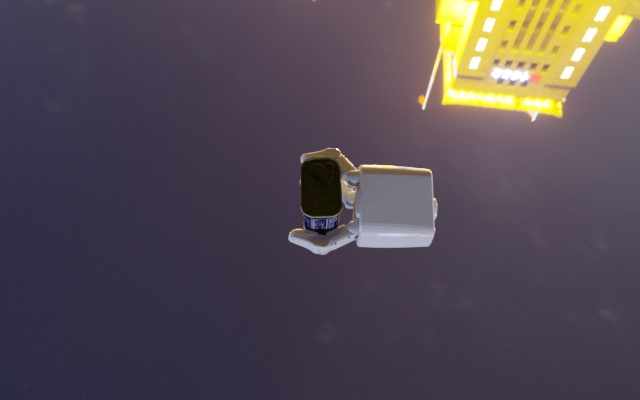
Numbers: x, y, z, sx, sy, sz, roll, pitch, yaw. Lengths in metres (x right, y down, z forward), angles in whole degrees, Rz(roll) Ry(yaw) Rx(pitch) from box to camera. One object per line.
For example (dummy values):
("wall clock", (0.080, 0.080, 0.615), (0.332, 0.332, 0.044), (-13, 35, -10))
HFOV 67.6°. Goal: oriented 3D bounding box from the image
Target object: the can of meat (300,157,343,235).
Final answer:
("can of meat", (0.000, 0.003, 0.697), (0.057, 0.102, 0.084), (-1, -33, -2))
